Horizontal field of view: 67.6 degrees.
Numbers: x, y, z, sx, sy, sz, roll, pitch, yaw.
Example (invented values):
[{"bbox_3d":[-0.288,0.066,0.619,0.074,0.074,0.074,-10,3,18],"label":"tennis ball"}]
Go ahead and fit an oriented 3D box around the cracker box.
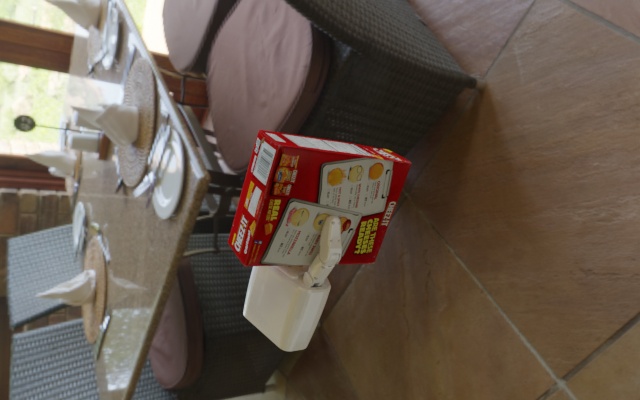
[{"bbox_3d":[0.000,0.002,0.642,0.214,0.164,0.072,3,24,-36],"label":"cracker box"}]
